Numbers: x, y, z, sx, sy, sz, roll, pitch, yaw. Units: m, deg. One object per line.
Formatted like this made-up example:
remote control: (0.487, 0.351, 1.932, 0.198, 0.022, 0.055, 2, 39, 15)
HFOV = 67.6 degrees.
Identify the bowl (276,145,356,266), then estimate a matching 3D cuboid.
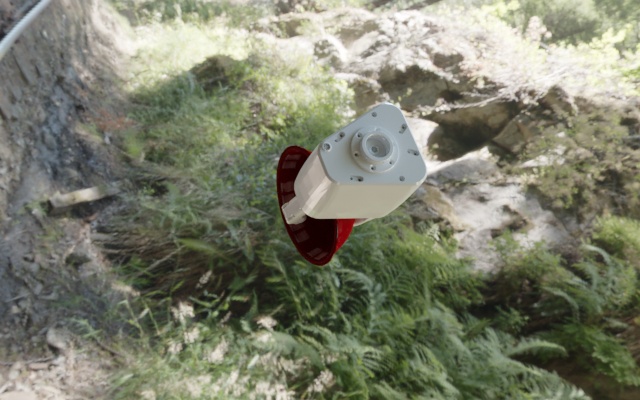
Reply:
bowl: (0.000, 0.002, 0.637, 0.055, 0.162, 0.162, -15, 7, -28)
